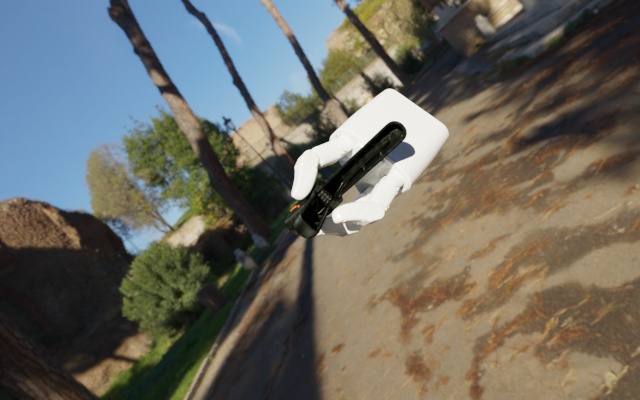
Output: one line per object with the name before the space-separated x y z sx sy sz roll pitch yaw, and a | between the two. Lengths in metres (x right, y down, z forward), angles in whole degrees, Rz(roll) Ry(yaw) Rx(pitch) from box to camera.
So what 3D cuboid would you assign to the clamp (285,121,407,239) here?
clamp | -0.001 0.001 0.549 0.164 0.036 0.210 -46 4 -30
